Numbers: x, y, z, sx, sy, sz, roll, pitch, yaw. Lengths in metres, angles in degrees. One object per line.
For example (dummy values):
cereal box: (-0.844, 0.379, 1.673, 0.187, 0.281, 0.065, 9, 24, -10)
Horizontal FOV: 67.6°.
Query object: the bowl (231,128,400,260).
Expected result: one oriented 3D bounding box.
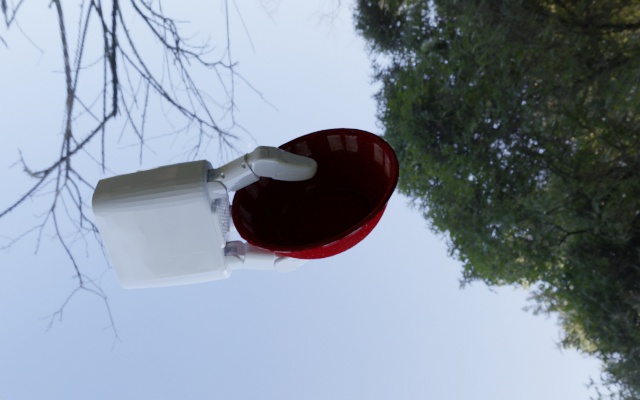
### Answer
bowl: (0.001, 0.002, 0.453, 0.162, 0.162, 0.055, 0, -44, 26)
